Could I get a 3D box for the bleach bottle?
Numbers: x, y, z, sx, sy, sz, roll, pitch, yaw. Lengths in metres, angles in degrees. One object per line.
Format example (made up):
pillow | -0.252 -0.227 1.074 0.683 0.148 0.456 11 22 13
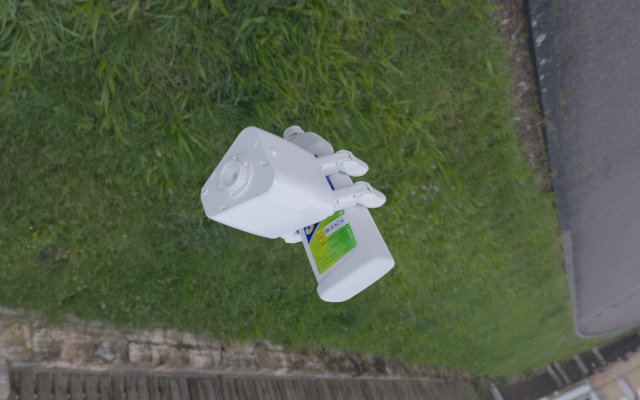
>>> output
bleach bottle | 0.000 0.002 0.644 0.102 0.250 0.068 -39 -32 21
